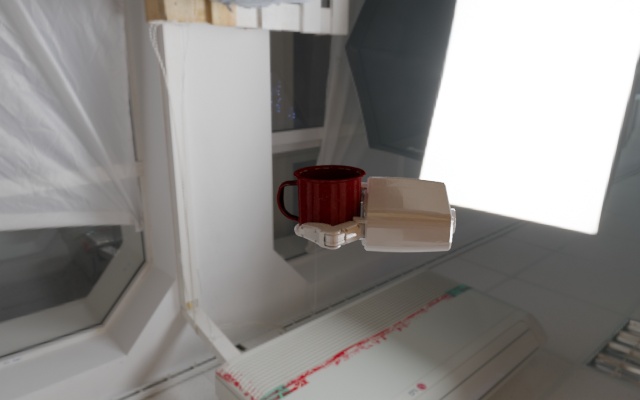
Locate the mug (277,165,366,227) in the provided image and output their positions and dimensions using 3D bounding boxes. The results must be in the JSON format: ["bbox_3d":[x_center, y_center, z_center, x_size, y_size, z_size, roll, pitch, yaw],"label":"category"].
[{"bbox_3d":[-0.001,0.002,0.626,0.117,0.081,0.093,1,16,7],"label":"mug"}]
